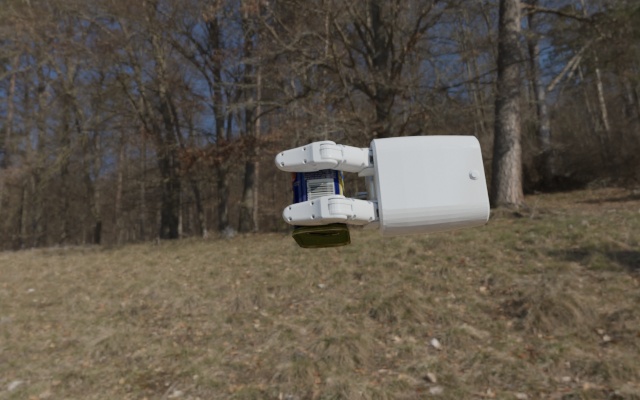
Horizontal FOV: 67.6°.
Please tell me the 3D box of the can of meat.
[{"bbox_3d":[0.000,0.001,0.510,0.057,0.084,0.102,-5,-14,4],"label":"can of meat"}]
